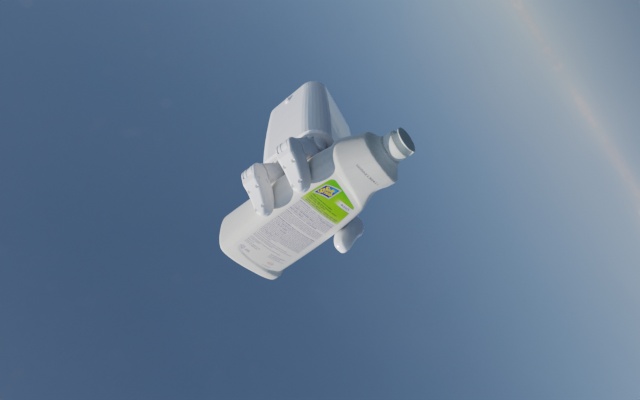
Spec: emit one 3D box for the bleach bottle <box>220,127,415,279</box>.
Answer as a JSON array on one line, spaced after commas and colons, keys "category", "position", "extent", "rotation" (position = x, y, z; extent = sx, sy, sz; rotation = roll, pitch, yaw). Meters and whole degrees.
[{"category": "bleach bottle", "position": [0.000, 0.002, 0.542], "extent": [0.251, 0.068, 0.103], "rotation": [-32, -51, 30]}]
